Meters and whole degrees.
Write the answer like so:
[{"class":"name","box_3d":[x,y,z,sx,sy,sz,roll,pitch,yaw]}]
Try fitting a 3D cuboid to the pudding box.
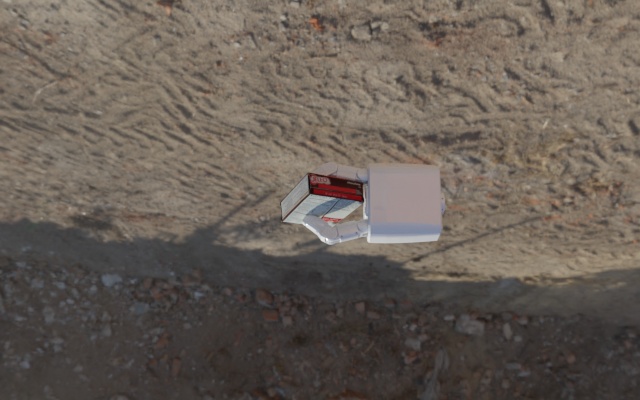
[{"class":"pudding box","box_3d":[0.000,0.003,0.717,0.090,0.039,0.113,10,-29,-24]}]
